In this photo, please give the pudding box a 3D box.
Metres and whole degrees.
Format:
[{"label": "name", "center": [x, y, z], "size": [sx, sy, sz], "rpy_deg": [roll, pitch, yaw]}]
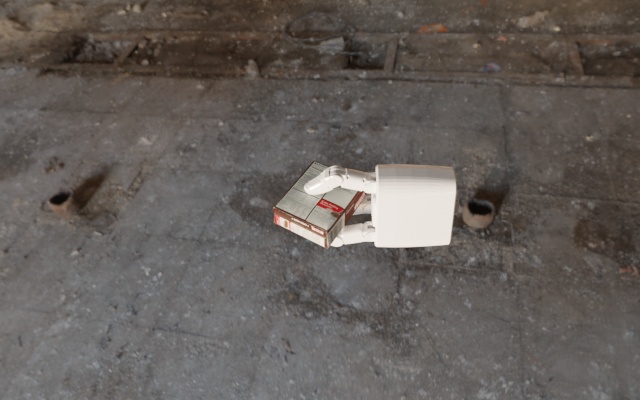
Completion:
[{"label": "pudding box", "center": [0.000, 0.002, 0.677], "size": [0.090, 0.039, 0.113], "rpy_deg": [24, 51, 20]}]
